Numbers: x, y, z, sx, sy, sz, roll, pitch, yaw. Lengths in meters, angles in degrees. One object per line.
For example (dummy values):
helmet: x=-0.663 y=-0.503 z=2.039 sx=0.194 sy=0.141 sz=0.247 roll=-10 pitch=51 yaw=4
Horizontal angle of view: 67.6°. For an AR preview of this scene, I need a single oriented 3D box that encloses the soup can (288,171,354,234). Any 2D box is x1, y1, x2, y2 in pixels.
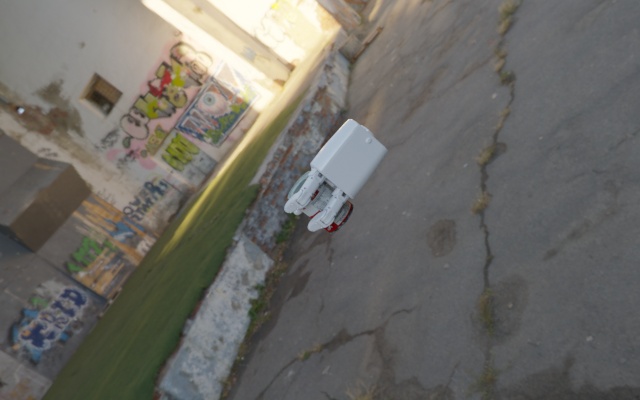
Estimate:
soup can: x=0.000 y=0.003 z=0.861 sx=0.102 sy=0.068 sz=0.068 roll=39 pitch=-13 yaw=-16
